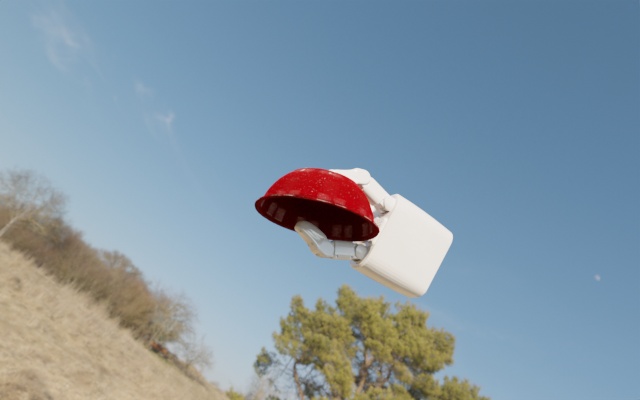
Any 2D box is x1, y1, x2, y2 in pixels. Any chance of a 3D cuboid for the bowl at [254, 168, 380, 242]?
[{"bbox_3d":[-0.001,0.001,0.612,0.162,0.055,0.162,11,-19,4],"label":"bowl"}]
